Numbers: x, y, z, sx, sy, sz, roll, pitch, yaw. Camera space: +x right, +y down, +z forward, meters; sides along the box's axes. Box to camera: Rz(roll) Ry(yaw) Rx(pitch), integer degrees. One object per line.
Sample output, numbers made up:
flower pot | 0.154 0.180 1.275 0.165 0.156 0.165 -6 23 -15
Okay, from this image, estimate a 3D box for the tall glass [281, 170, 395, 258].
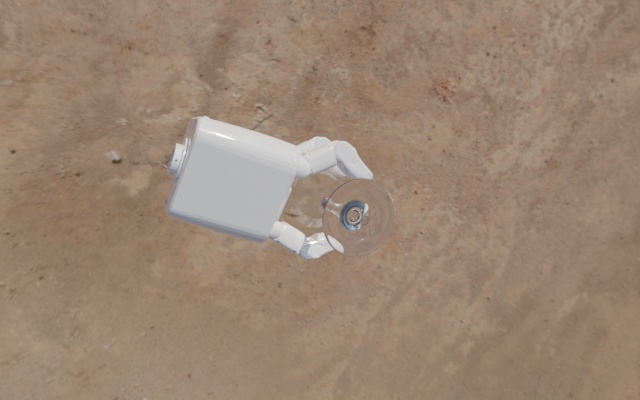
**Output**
tall glass | 0.000 0.002 0.529 0.079 0.079 0.201 0 8 -21
